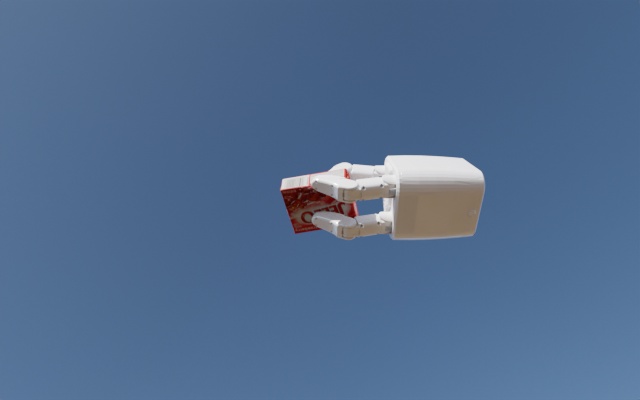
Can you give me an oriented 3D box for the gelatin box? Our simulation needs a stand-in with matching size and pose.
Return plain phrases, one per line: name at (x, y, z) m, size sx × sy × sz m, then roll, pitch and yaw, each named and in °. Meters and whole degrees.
gelatin box at (0.000, 0.002, 0.623) m, size 0.089 × 0.073 × 0.030 m, roll -9°, pitch 34°, yaw 10°
